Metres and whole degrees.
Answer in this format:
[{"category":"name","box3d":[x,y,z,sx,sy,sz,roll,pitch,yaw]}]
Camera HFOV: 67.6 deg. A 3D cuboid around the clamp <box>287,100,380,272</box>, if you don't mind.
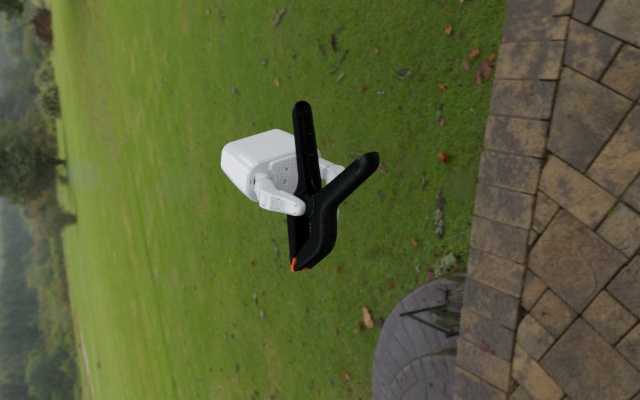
[{"category":"clamp","box3d":[-0.001,0.002,0.569,0.036,0.210,0.164,-4,25,-31]}]
